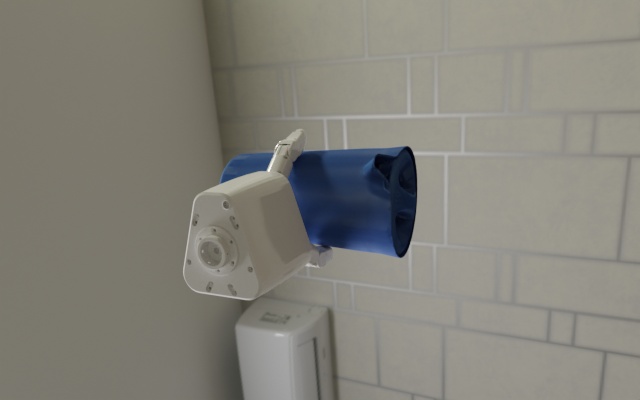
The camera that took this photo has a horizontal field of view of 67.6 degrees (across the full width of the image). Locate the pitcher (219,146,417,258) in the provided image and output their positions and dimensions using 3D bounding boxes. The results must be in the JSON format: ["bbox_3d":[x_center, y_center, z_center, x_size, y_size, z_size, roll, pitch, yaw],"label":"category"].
[{"bbox_3d":[0.000,0.002,0.620,0.243,0.149,0.145,3,16,24],"label":"pitcher"}]
